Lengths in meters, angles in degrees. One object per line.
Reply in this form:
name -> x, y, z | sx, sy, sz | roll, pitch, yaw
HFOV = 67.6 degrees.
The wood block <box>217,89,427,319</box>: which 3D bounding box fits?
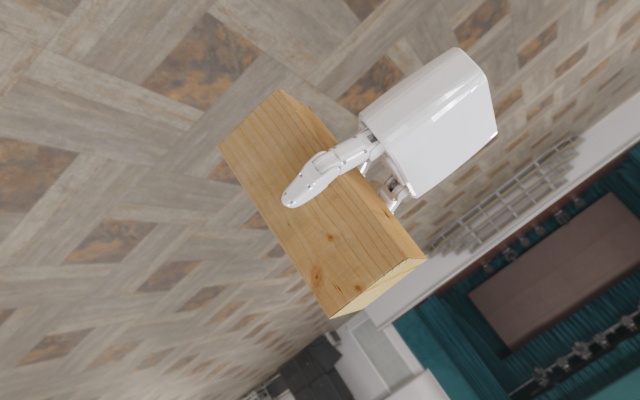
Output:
wood block -> 0.000, 0.001, 0.476 | 0.090, 0.206, 0.091 | -41, -20, 14
